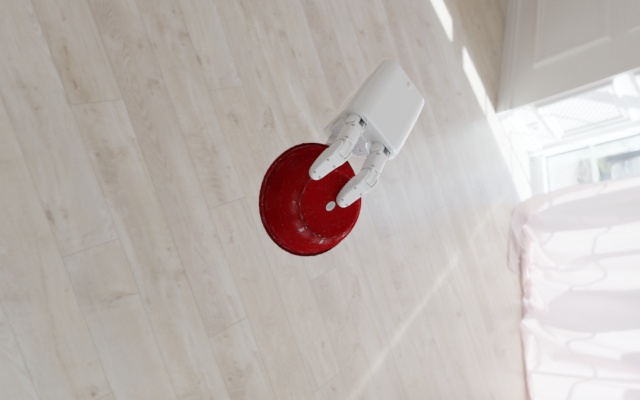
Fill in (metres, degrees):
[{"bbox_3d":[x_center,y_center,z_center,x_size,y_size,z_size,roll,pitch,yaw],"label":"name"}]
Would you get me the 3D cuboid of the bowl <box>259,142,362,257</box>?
[{"bbox_3d":[0.000,0.003,0.649,0.162,0.162,0.055,0,6,-30],"label":"bowl"}]
